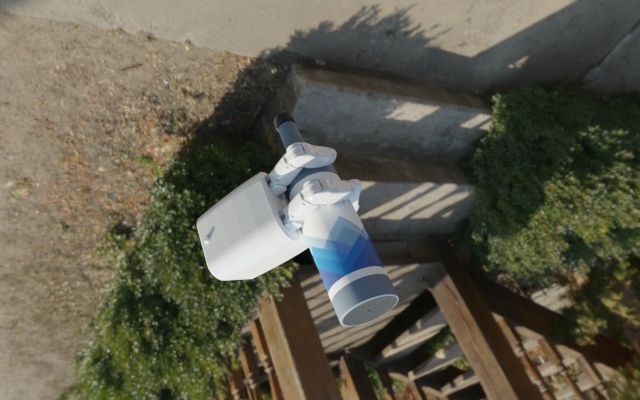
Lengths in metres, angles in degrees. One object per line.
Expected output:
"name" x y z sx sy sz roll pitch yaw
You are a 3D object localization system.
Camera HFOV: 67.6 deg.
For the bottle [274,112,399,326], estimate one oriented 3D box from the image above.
"bottle" 0.000 0.002 0.573 0.069 0.295 0.069 -17 -33 -12
